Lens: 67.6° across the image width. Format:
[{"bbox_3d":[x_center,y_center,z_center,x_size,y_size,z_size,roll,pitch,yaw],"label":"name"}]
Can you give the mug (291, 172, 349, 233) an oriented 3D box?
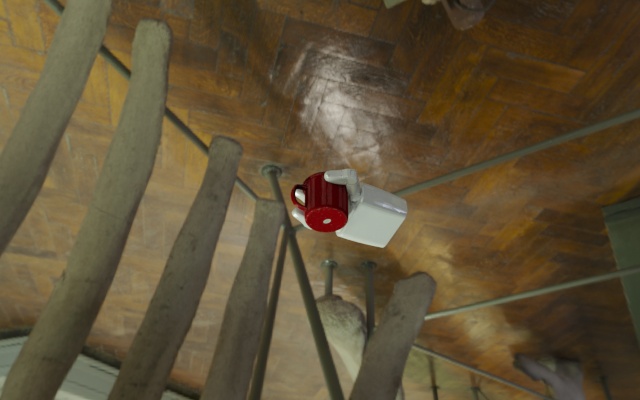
[{"bbox_3d":[-0.001,0.003,0.892,0.117,0.081,0.093,17,-42,-20],"label":"mug"}]
